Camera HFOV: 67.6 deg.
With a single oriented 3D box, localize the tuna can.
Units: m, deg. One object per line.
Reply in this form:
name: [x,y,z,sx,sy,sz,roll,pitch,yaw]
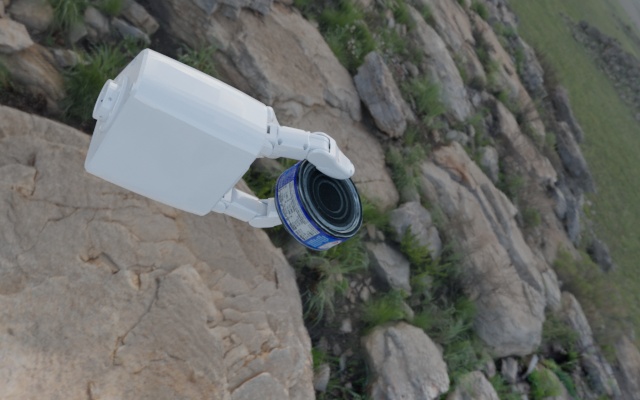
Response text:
tuna can: [0.001,0.001,0.445,0.034,0.086,0.086,-30,-19,38]
